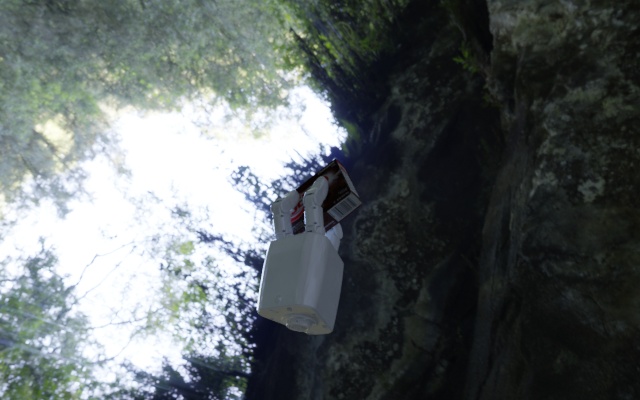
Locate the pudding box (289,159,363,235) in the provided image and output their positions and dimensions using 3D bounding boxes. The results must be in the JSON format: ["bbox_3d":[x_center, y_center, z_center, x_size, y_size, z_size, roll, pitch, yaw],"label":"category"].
[{"bbox_3d":[0.000,0.003,0.727,0.113,0.090,0.039,-36,-49,12],"label":"pudding box"}]
